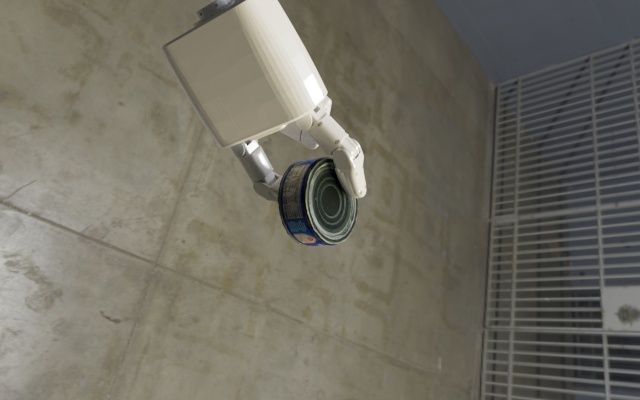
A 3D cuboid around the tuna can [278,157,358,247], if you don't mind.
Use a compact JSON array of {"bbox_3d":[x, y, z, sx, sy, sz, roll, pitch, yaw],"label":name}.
[{"bbox_3d":[0.001,0.002,0.462,0.034,0.086,0.086,-5,-3,38],"label":"tuna can"}]
